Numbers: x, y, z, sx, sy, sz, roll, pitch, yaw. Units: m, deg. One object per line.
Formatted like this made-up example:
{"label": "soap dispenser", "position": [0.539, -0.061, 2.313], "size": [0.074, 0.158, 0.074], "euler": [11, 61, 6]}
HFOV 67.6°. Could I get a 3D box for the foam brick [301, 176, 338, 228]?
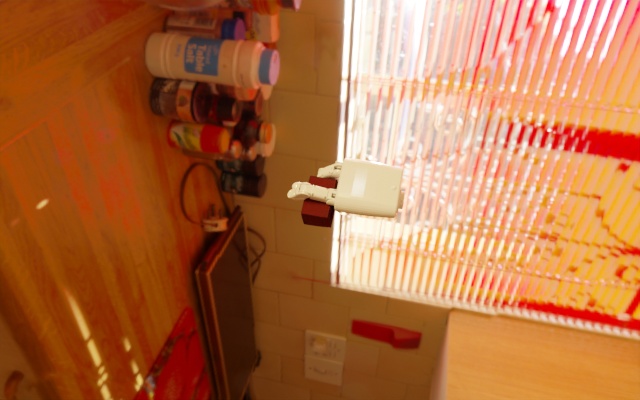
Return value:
{"label": "foam brick", "position": [0.000, 0.003, 0.859], "size": [0.051, 0.078, 0.053], "euler": [10, -21, 9]}
